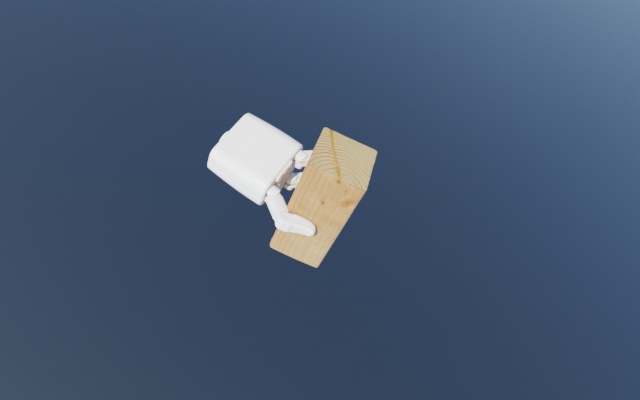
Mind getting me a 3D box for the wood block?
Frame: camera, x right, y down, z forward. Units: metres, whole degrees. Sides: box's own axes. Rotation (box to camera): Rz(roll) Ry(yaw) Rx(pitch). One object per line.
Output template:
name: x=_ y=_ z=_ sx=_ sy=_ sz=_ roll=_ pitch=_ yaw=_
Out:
wood block: x=0.000 y=0.002 z=0.745 sx=0.090 sy=0.090 sz=0.206 roll=25 pitch=-44 yaw=-3
